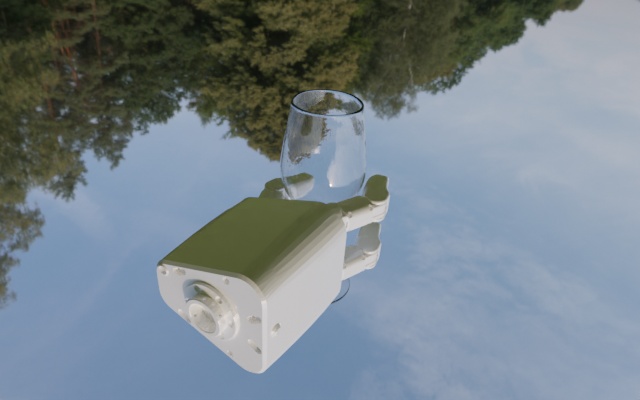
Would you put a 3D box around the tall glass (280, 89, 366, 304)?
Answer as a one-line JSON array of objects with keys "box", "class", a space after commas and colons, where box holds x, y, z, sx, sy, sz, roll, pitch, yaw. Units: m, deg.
[{"box": [0.000, 0.002, 0.453, 0.079, 0.201, 0.079, 3, 32, -2], "class": "tall glass"}]
